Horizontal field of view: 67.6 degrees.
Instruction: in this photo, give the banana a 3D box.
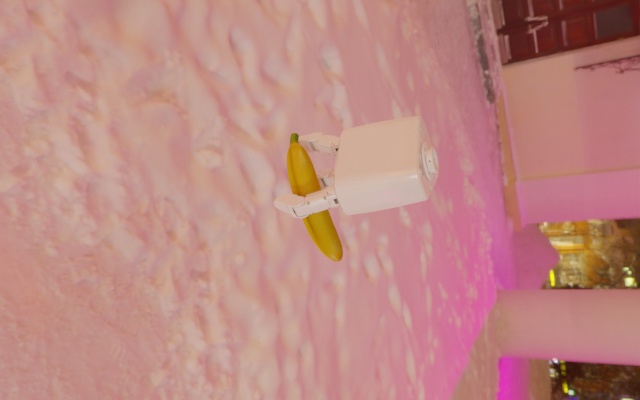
[{"bbox_3d":[-0.007,0.005,0.658,0.037,0.198,0.069,-13,14,23],"label":"banana"}]
